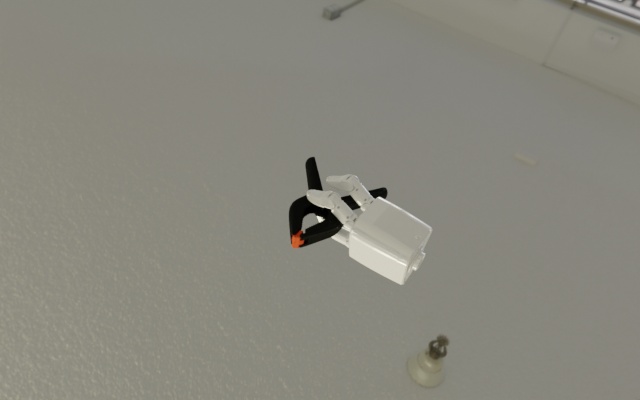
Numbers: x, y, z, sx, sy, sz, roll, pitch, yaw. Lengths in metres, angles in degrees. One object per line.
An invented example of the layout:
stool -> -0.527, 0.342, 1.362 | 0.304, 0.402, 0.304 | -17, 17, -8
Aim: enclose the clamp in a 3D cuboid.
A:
clamp -> 0.000, 0.004, 0.827 | 0.164, 0.036, 0.210 | 29, 46, 20
